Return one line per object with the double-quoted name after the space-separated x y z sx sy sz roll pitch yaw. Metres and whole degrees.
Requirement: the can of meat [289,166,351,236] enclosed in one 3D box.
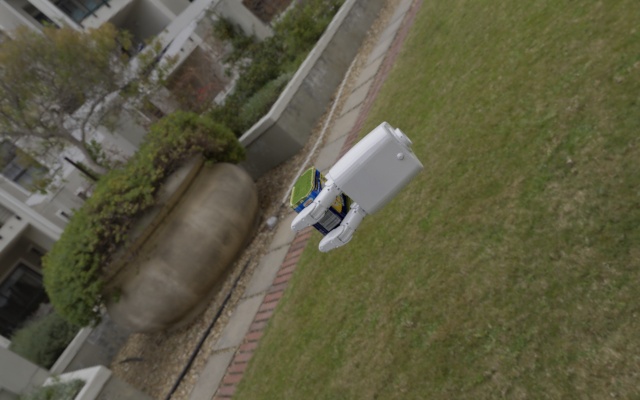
0.000 0.002 0.766 0.057 0.084 0.102 -42 20 20 "can of meat"
